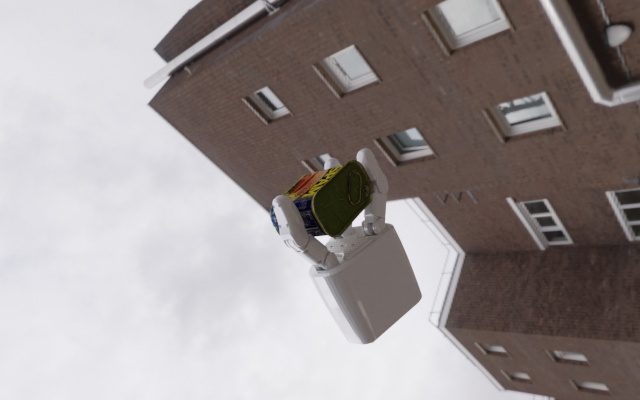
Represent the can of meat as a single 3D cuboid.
[{"bbox_3d":[0.000,0.002,0.567,0.084,0.057,0.102,-11,26,46],"label":"can of meat"}]
